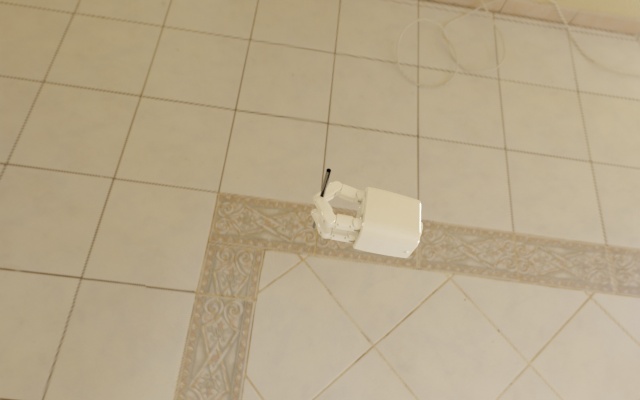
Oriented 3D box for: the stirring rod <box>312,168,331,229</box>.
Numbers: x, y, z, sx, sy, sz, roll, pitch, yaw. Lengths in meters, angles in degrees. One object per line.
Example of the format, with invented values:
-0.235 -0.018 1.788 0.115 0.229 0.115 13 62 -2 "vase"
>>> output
0.000 0.003 0.882 0.011 0.011 0.240 0 -25 -7 "stirring rod"
